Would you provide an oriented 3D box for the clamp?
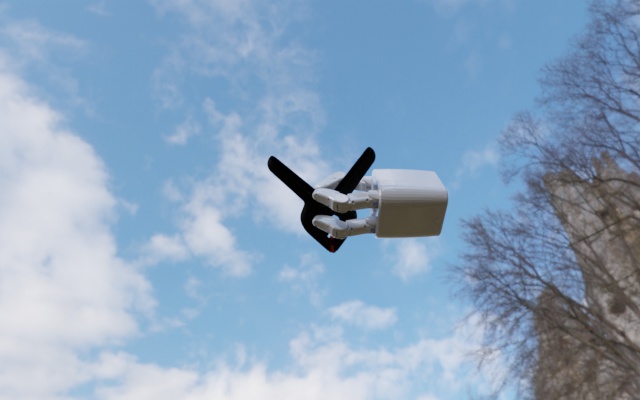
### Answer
[{"bbox_3d":[0.000,0.002,0.780,0.164,0.210,0.036,1,40,1],"label":"clamp"}]
